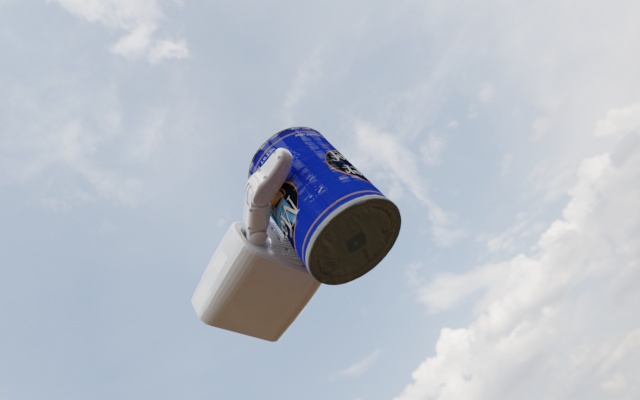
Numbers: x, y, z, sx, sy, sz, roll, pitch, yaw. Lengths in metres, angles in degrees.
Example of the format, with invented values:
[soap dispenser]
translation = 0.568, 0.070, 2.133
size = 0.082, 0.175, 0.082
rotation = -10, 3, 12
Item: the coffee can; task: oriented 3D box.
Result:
[coffee can]
translation = 0.000, 0.002, 0.489
size = 0.103, 0.103, 0.140
rotation = 0, 34, -36
